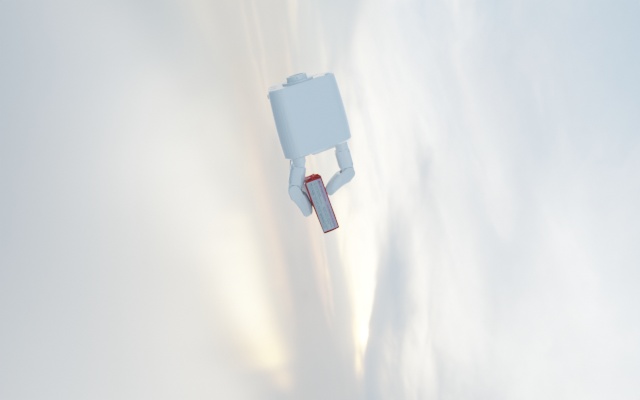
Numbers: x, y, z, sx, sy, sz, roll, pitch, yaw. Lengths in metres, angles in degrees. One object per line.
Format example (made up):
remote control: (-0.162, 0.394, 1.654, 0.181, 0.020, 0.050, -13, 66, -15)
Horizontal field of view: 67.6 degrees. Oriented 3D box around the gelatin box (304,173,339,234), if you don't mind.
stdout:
gelatin box: (0.001, 0.003, 0.764, 0.030, 0.089, 0.073, -21, 7, 0)
